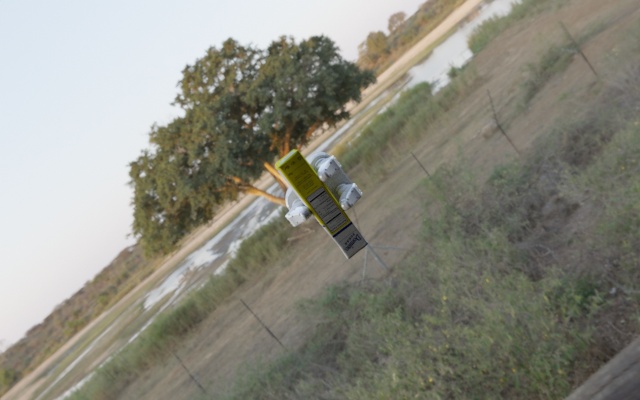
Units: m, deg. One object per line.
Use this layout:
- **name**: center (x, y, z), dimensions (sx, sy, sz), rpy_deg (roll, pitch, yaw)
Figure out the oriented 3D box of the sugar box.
- **sugar box**: center (0.000, 0.002, 0.740), dimensions (0.048, 0.176, 0.093), rpy_deg (-40, 10, 0)
